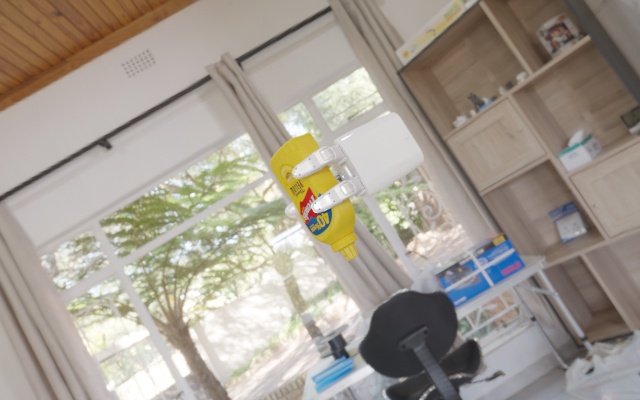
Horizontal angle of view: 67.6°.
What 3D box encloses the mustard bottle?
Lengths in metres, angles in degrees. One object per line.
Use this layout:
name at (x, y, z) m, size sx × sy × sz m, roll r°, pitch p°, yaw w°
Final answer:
mustard bottle at (0.000, 0.002, 0.707) m, size 0.058 × 0.191 × 0.096 m, roll -26°, pitch -8°, yaw -38°
